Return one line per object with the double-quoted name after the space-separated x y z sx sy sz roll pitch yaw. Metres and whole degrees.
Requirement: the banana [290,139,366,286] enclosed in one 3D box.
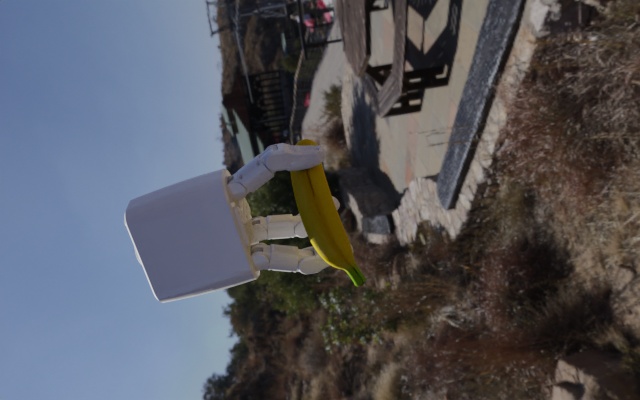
-0.005 -0.005 0.496 0.037 0.197 0.070 -22 -36 7 "banana"
